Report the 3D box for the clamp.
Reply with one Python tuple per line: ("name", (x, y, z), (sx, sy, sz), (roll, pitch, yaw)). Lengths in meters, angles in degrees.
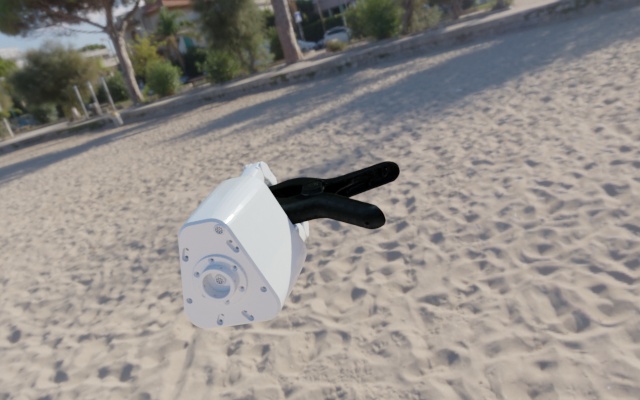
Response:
("clamp", (0.000, 0.001, 0.509), (0.171, 0.039, 0.120), (-11, 20, 13))
